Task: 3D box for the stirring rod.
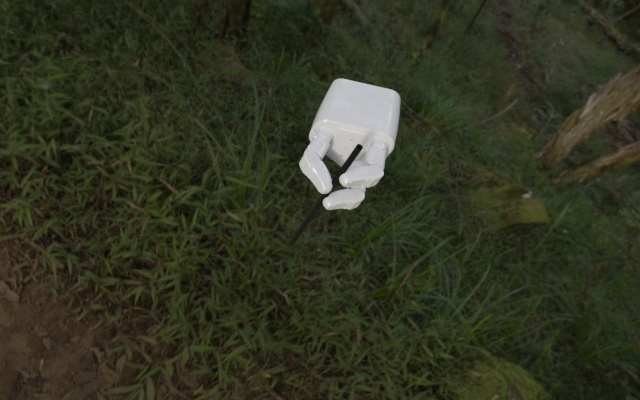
[{"bbox_3d":[0.000,0.002,0.639,0.011,0.011,0.240,0,-32,-26],"label":"stirring rod"}]
